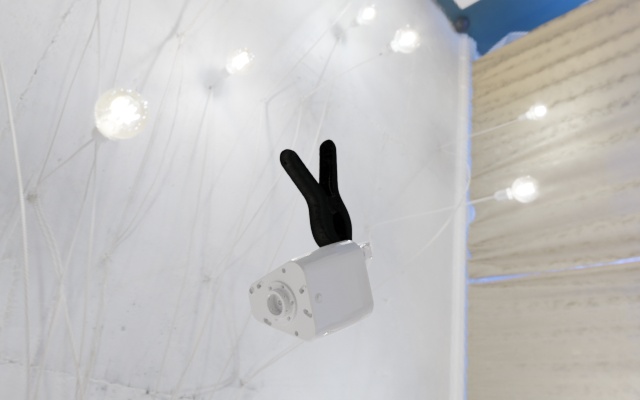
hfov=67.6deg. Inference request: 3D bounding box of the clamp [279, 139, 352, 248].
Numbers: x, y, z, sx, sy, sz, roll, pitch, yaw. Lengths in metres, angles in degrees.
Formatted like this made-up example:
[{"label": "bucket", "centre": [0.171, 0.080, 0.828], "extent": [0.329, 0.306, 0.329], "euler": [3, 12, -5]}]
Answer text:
[{"label": "clamp", "centre": [0.000, 0.002, 0.622], "extent": [0.039, 0.171, 0.120], "euler": [-18, -5, 38]}]
